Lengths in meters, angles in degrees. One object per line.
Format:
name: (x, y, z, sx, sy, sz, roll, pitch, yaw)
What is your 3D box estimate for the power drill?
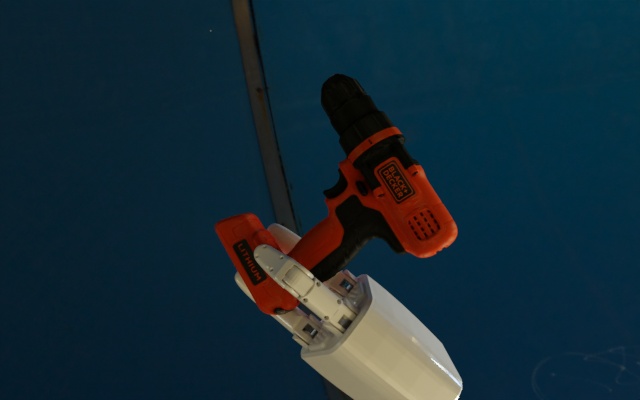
power drill: (0.000, 0.002, 0.433, 0.188, 0.184, 0.057, -34, -14, 11)
